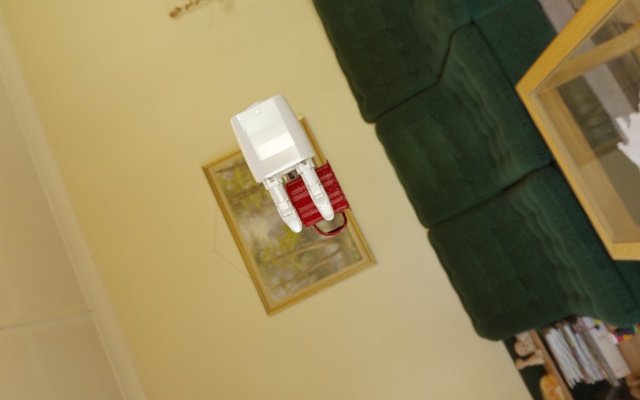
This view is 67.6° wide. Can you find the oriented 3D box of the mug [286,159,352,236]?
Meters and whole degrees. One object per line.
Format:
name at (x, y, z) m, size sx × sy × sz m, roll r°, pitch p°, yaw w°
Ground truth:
mug at (0.001, 0.004, 0.782) m, size 0.081 × 0.117 × 0.093 m, roll -26°, pitch 0°, yaw 3°
